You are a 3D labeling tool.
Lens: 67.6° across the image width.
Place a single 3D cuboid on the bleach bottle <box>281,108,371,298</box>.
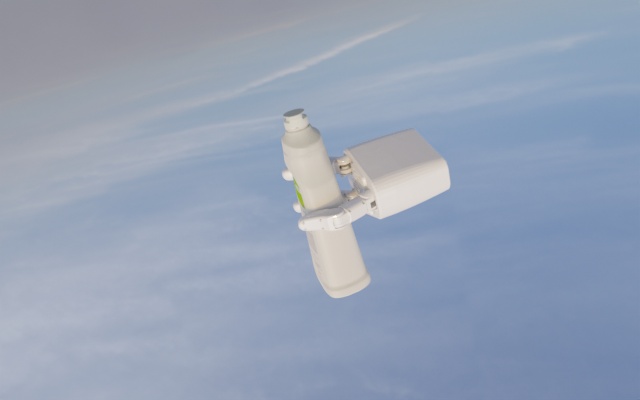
[{"bbox_3d":[0.000,0.002,0.640,0.068,0.251,0.102,-21,27,-11],"label":"bleach bottle"}]
